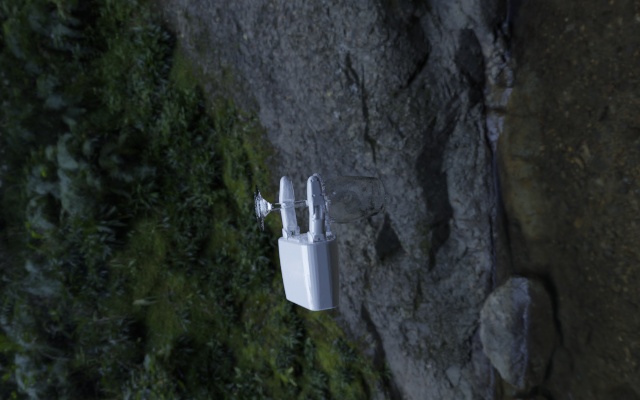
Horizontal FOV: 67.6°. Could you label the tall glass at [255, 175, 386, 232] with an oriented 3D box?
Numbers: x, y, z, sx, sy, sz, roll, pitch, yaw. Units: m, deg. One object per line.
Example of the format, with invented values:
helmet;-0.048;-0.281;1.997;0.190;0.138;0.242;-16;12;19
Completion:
tall glass;-0.001;0.002;0.762;0.201;0.079;0.079;-6;1;-14
